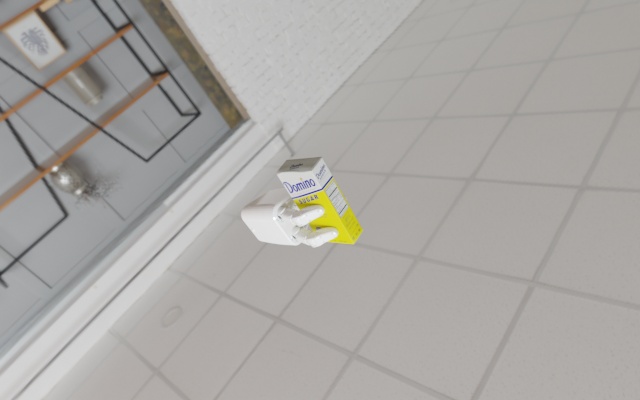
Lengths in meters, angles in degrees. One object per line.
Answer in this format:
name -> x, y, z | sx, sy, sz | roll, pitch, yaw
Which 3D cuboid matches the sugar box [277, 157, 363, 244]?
sugar box -> 0.000, 0.003, 0.877 | 0.093, 0.176, 0.048 | -1, 43, 44
